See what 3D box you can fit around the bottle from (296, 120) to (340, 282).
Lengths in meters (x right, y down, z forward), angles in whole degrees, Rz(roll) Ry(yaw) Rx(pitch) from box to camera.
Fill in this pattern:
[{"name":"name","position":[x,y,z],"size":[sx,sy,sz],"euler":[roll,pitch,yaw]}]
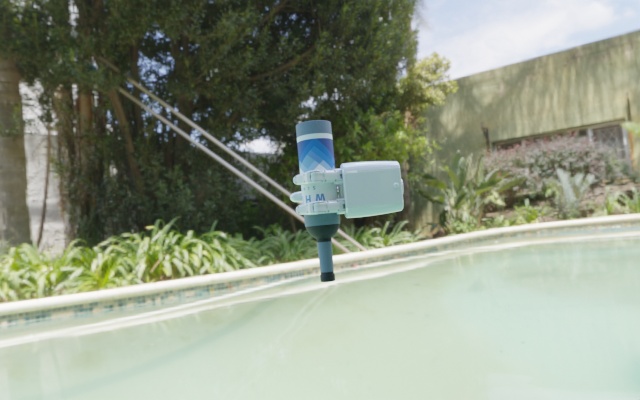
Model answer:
[{"name":"bottle","position":[0.000,0.003,0.890],"size":[0.069,0.295,0.069],"euler":[-5,-3,0]}]
